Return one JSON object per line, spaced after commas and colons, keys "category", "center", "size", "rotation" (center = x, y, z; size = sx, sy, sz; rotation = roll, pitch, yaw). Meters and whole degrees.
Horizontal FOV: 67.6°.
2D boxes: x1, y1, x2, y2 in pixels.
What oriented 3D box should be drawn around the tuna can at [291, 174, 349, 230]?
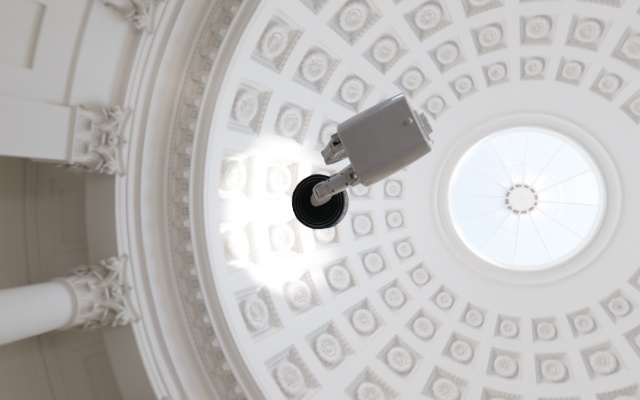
{"category": "tuna can", "center": [0.000, 0.002, 0.741], "size": [0.086, 0.086, 0.034], "rotation": [0, -2, 18]}
